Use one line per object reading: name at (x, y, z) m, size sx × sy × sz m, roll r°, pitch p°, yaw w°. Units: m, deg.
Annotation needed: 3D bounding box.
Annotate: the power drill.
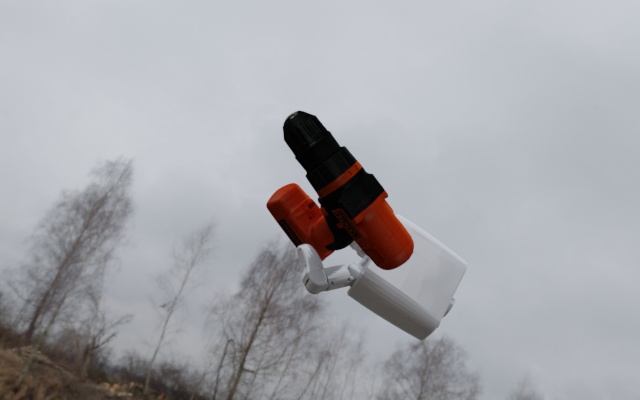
power drill at (0.000, 0.002, 0.533) m, size 0.057 × 0.184 × 0.188 m, roll -39°, pitch 6°, yaw -22°
